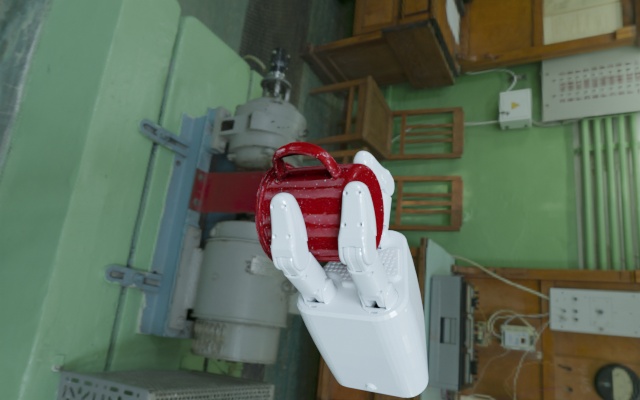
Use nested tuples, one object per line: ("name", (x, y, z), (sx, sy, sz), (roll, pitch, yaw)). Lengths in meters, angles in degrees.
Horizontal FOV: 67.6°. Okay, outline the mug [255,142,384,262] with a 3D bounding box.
("mug", (0.000, 0.000, 0.403), (0.081, 0.117, 0.093), (-2, 35, 29))
